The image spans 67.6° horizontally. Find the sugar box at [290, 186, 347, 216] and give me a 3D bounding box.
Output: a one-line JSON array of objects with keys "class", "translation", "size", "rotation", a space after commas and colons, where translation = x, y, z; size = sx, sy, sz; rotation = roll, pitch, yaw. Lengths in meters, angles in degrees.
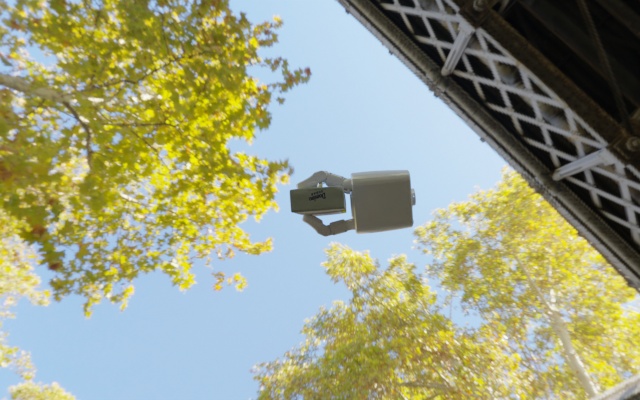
[{"class": "sugar box", "translation": [0.000, 0.002, 0.878], "size": [0.093, 0.048, 0.176], "rotation": [-4, -6, 3]}]
